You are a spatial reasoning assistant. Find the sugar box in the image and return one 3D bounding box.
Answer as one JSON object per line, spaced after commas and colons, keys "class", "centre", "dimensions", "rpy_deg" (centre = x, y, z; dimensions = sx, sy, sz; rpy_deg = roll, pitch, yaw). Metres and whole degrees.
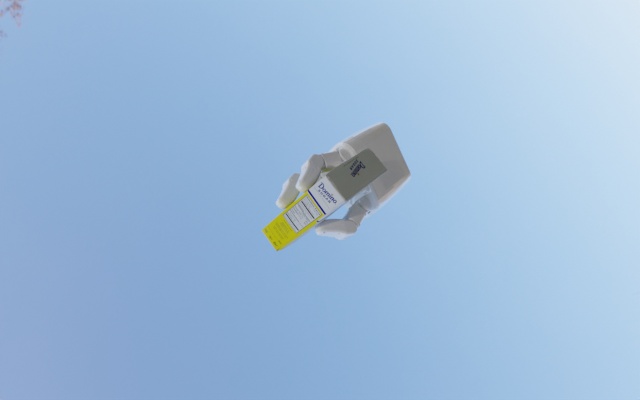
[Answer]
{"class": "sugar box", "centre": [0.000, 0.002, 0.632], "dimensions": [0.093, 0.048, 0.176], "rpy_deg": [-35, -5, -42]}
